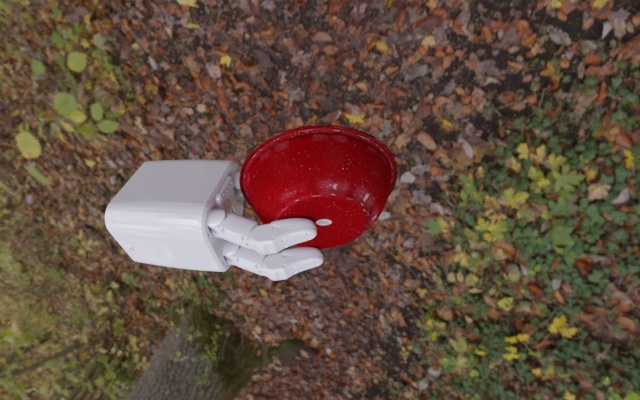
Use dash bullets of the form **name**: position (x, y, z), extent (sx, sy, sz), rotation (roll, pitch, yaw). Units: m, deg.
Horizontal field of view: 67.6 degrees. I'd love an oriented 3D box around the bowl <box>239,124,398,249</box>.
- **bowl**: position (0.001, 0.002, 0.472), extent (0.162, 0.055, 0.162), rotation (-3, -37, -2)
